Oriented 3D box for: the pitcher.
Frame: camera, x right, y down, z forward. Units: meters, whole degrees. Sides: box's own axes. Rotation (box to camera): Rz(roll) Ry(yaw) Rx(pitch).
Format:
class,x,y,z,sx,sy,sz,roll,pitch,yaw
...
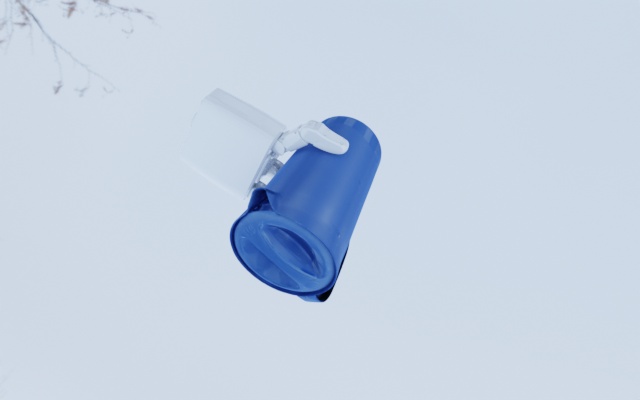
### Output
class,x,y,z,sx,sy,sz,roll,pitch,yaw
pitcher,0.000,0.002,0.624,0.145,0.242,0.149,31,-44,0
